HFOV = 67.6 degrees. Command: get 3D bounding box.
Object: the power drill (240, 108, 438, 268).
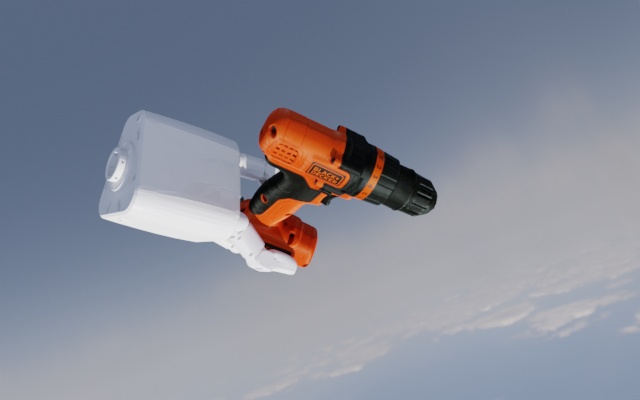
[{"bbox_3d":[0.000,0.002,0.498,0.184,0.057,0.188,25,-42,-16],"label":"power drill"}]
